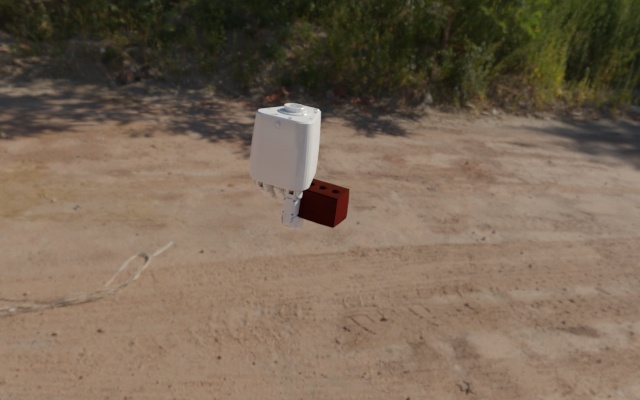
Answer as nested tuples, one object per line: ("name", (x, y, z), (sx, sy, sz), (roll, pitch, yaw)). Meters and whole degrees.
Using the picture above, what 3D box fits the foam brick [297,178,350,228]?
("foam brick", (0.000, 0.003, 0.756), (0.078, 0.051, 0.053), (17, 24, 20))
